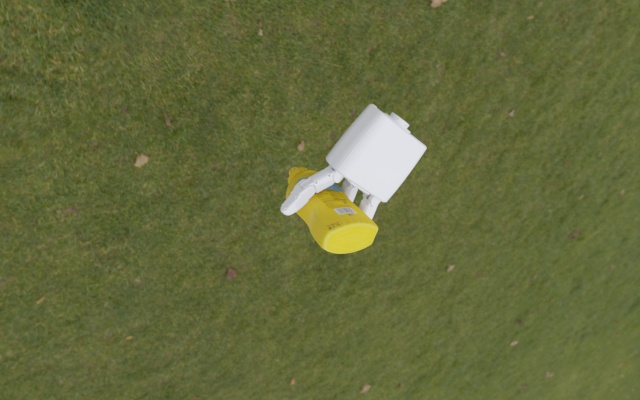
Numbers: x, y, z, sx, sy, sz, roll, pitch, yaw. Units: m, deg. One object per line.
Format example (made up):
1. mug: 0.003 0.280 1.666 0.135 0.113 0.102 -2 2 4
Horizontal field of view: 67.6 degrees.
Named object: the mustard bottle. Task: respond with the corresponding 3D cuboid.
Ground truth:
1. mustard bottle: 0.000 0.003 0.747 0.096 0.058 0.191 -4 36 -33
